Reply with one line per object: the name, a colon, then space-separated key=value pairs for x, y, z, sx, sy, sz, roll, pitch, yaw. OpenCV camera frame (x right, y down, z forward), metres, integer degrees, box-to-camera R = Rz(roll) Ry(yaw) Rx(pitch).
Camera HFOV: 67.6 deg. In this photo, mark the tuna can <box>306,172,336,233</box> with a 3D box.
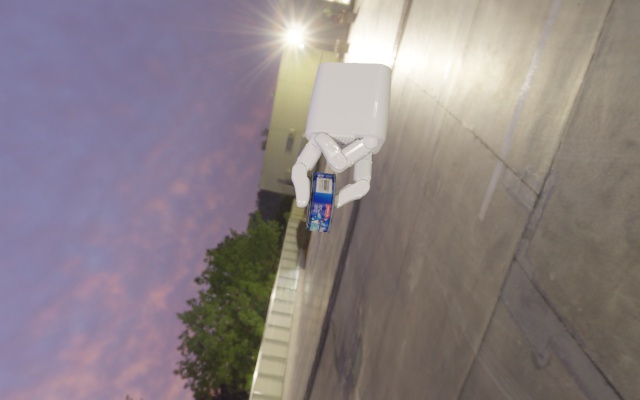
tuna can: x=0.000 y=0.002 z=0.685 sx=0.034 sy=0.086 sz=0.086 roll=6 pitch=-1 yaw=-4
